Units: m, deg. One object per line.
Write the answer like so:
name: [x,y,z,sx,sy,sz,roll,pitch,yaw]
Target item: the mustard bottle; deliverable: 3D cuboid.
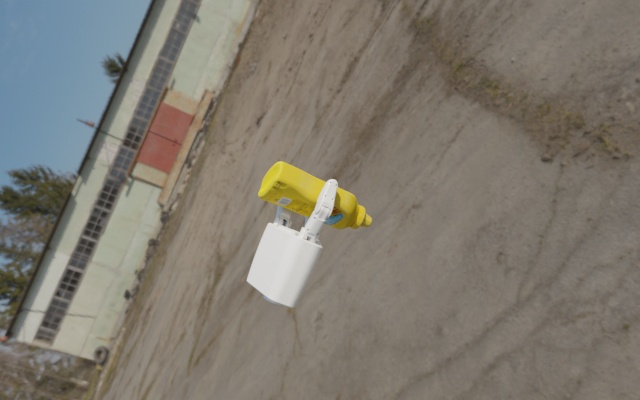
mustard bottle: [0.000,0.002,0.786,0.191,0.058,0.096,24,-27,-18]
